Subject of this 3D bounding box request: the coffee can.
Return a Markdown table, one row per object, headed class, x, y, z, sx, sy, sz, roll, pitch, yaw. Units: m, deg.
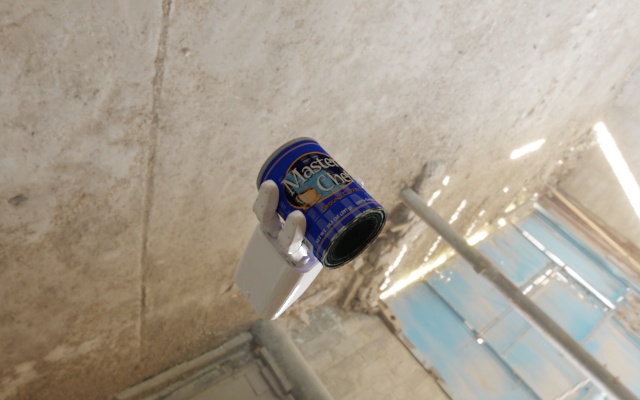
| class | x | y | z | sx | sy | sz | roll | pitch | yaw |
| --- | --- | --- | --- | --- | --- | --- | --- | --- | --- |
| coffee can | 0.000 | 0.002 | 0.602 | 0.140 | 0.103 | 0.103 | 47 | 25 | 26 |
